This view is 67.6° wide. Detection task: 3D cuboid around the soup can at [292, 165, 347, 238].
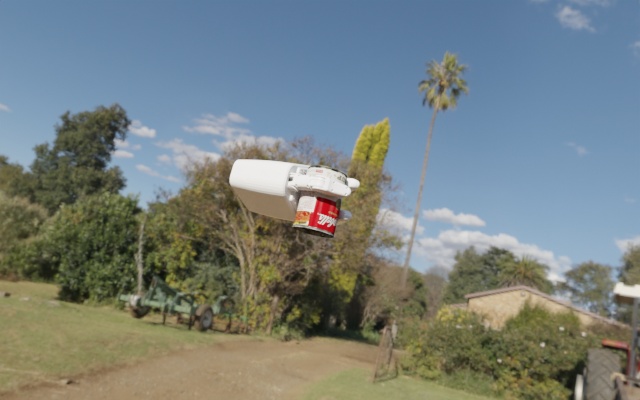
[{"bbox_3d":[0.001,0.002,0.765,0.068,0.102,0.068,13,-12,3],"label":"soup can"}]
